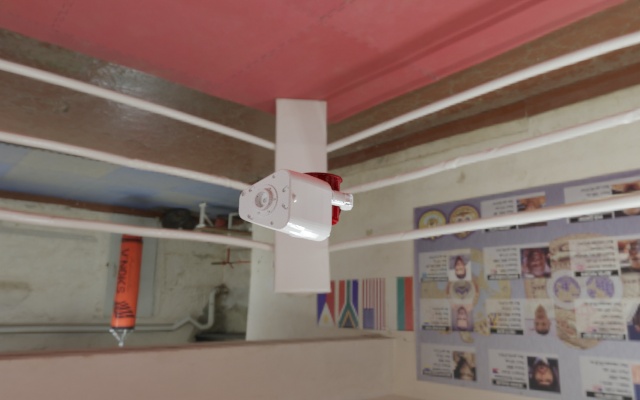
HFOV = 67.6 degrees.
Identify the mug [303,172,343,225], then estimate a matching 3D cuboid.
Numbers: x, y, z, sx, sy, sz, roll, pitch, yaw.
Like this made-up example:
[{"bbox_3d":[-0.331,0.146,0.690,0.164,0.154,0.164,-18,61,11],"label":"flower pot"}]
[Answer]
[{"bbox_3d":[0.001,0.003,0.870,0.093,0.081,0.117,-7,-16,34],"label":"mug"}]
